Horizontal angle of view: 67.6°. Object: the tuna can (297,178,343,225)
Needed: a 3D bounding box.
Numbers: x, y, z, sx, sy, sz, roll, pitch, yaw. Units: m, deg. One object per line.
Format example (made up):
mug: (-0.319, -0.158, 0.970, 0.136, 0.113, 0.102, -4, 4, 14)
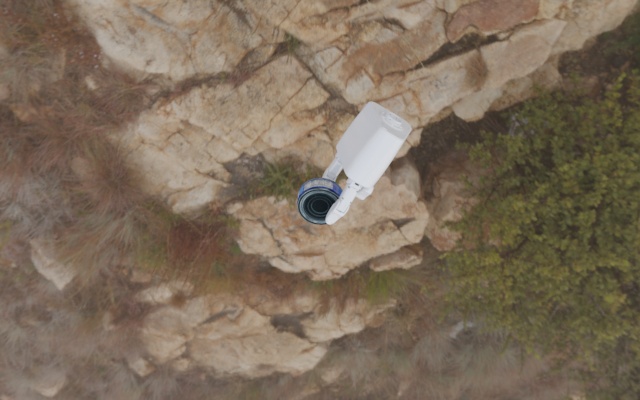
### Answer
tuna can: (0.000, 0.003, 0.870, 0.086, 0.086, 0.033, 0, 36, 4)
